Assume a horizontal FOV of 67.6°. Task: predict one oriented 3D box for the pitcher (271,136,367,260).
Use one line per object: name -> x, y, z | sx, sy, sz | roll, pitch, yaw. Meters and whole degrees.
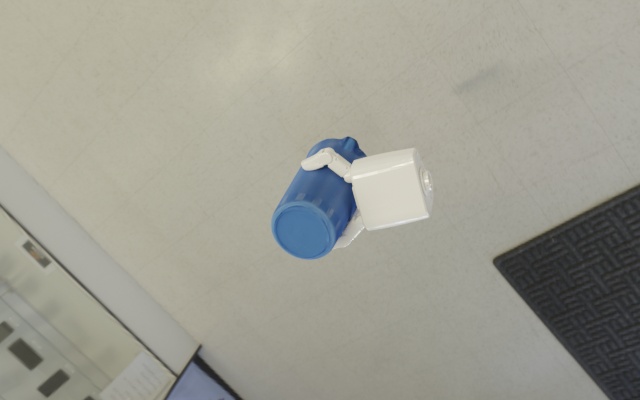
pitcher -> 0.000, 0.003, 0.839 | 0.145, 0.149, 0.242 | -13, 24, 24
